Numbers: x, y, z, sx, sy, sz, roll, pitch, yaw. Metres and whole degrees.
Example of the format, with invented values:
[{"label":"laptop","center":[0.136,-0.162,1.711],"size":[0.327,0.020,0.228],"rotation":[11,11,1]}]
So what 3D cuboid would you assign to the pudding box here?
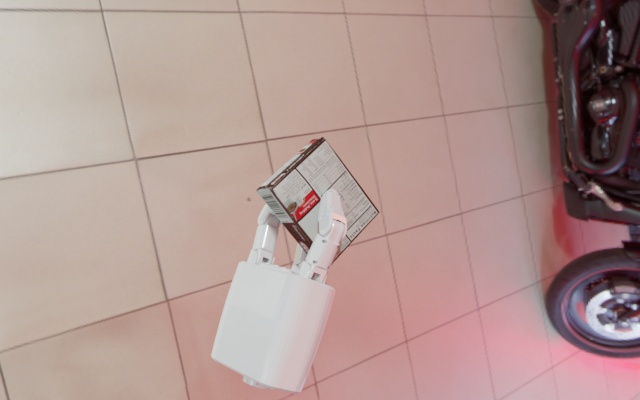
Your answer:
[{"label":"pudding box","center":[0.000,0.002,0.526],"size":[0.090,0.113,0.039],"rotation":[-45,20,-23]}]
